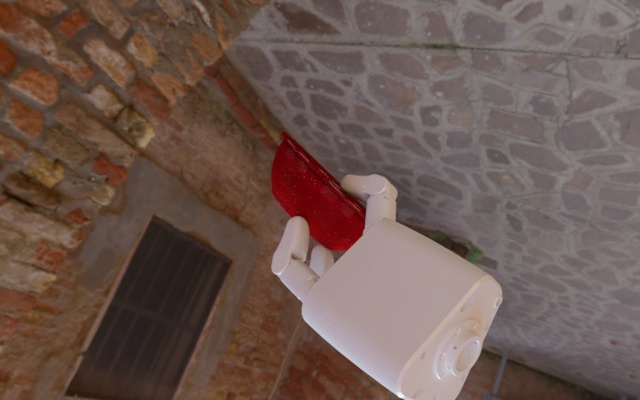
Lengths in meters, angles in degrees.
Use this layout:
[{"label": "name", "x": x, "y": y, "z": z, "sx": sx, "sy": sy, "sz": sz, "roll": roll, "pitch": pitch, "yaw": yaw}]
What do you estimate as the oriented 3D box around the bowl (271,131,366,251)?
[{"label": "bowl", "x": -0.001, "y": 0.001, "z": 0.504, "sx": 0.162, "sy": 0.055, "sz": 0.162, "roll": 44, "pitch": 5, "yaw": -5}]
